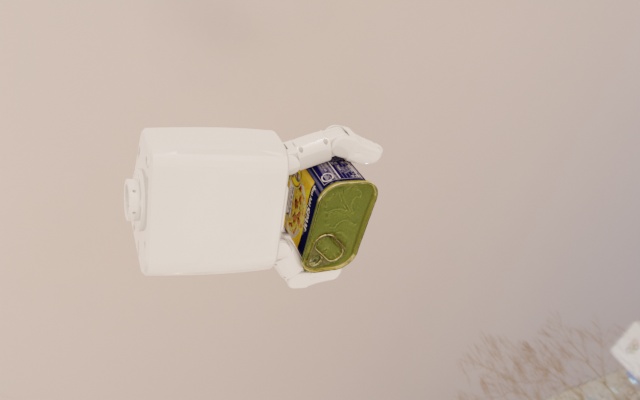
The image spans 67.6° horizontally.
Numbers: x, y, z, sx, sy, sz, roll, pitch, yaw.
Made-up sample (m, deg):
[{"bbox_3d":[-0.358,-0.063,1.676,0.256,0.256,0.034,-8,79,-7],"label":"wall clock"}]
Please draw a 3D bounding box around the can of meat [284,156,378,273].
[{"bbox_3d":[0.000,0.001,0.447,0.057,0.102,0.084,-5,39,-27],"label":"can of meat"}]
